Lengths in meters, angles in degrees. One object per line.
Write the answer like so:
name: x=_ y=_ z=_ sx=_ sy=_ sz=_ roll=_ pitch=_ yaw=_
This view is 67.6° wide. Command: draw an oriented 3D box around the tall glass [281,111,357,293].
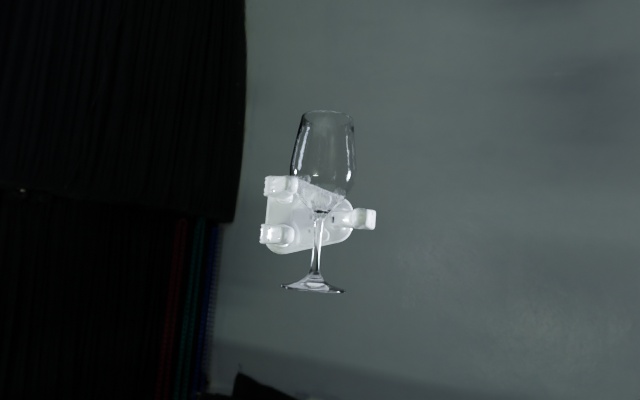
tall glass: x=0.000 y=0.002 z=0.553 sx=0.079 sy=0.201 sz=0.079 roll=5 pitch=-5 yaw=0
